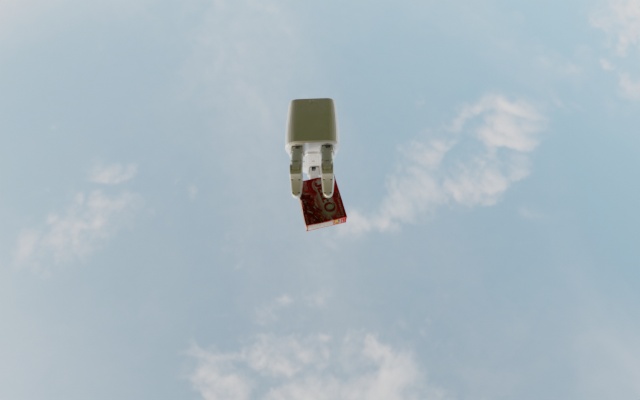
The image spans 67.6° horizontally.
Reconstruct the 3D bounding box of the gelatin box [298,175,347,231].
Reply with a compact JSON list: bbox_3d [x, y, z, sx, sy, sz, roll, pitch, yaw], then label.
[{"bbox_3d":[0.000,0.003,0.838,0.073,0.089,0.030,-12,-24,-7],"label":"gelatin box"}]
